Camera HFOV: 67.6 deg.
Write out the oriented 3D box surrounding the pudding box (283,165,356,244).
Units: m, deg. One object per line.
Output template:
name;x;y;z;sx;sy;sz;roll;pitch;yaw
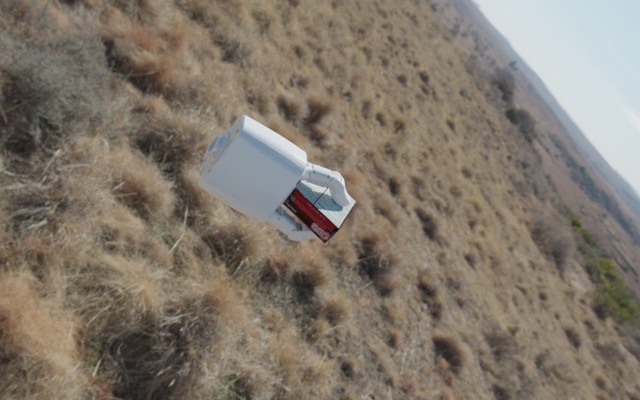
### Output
pudding box;0.000;0.002;0.714;0.039;0.090;0.113;-44;3;29
